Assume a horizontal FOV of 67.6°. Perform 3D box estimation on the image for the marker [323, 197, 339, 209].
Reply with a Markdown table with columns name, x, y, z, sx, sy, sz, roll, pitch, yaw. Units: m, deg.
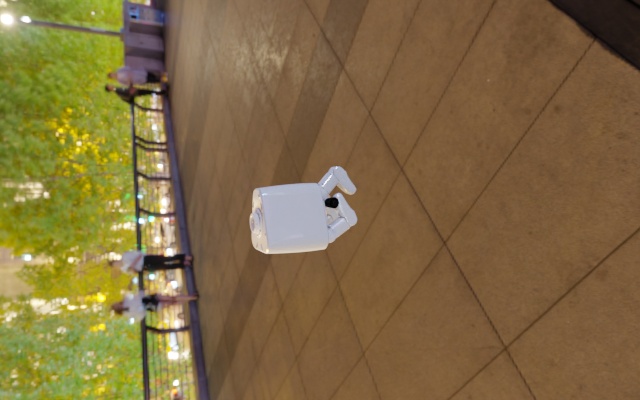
| name | x | y | z | sx | sy | sz | roll | pitch | yaw |
| --- | --- | --- | --- | --- | --- | --- | --- | --- | --- |
| marker | 0.000 | 0.003 | 0.832 | 0.020 | 0.020 | 0.121 | 0 | 2 | -24 |
